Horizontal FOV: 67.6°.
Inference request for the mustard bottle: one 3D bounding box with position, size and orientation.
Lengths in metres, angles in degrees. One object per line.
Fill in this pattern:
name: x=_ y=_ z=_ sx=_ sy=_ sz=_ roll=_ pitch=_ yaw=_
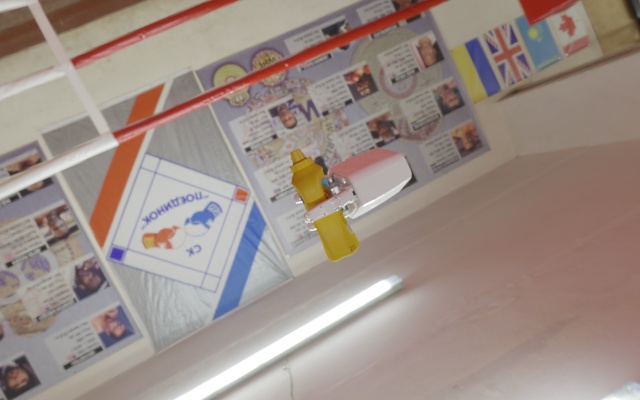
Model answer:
mustard bottle: x=0.000 y=0.003 z=0.799 sx=0.058 sy=0.191 sz=0.096 roll=-25 pitch=5 yaw=10
